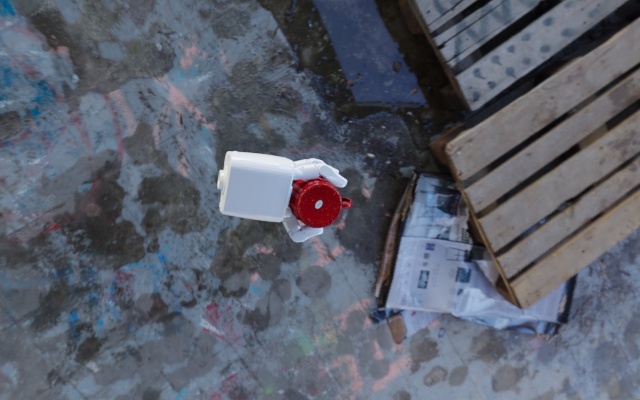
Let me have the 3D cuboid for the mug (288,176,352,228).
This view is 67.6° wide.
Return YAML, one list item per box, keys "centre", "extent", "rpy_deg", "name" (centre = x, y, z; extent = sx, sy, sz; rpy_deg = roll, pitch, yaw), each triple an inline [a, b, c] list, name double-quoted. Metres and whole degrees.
- centre: [0.002, 0.003, 0.845]
  extent: [0.117, 0.093, 0.081]
  rpy_deg: [6, 10, -17]
  name: "mug"
